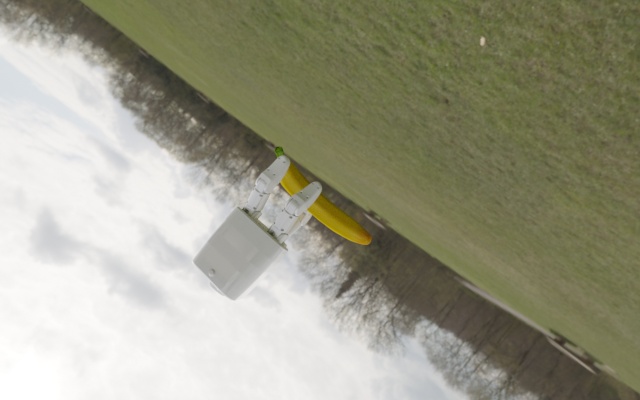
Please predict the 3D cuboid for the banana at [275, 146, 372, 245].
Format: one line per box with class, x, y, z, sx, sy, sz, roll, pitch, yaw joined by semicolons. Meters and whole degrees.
banana;-0.005;0.002;0.731;0.198;0.037;0.069;43;-10;-2
